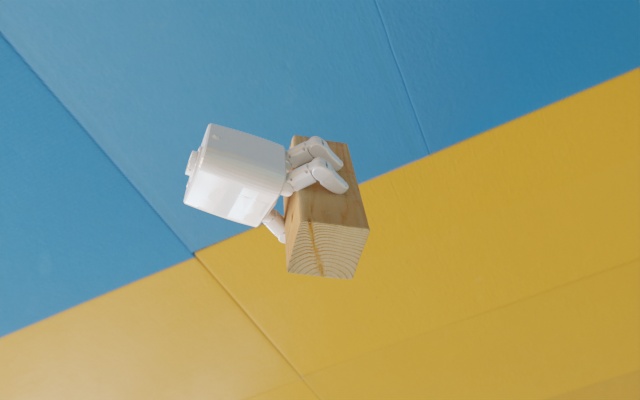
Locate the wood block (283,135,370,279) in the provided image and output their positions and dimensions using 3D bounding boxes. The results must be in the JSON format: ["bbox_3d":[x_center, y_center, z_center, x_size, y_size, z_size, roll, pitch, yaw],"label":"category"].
[{"bbox_3d":[0.000,0.002,0.674,0.090,0.091,0.206,8,36,-12],"label":"wood block"}]
